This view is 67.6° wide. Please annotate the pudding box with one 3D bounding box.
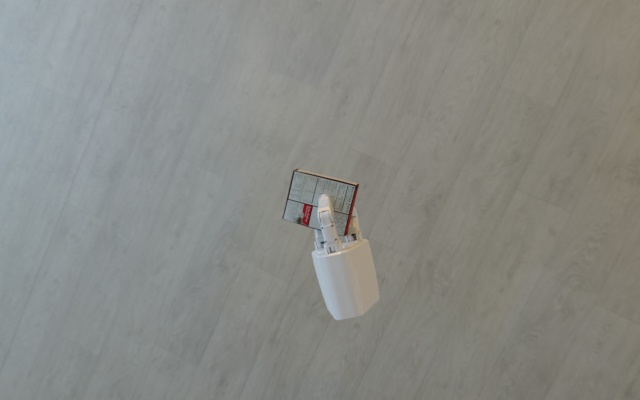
[{"bbox_3d":[0.000,0.003,0.799,0.113,0.090,0.039,15,6,7],"label":"pudding box"}]
